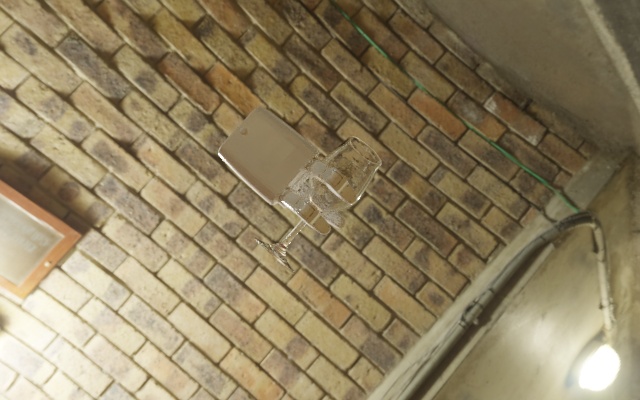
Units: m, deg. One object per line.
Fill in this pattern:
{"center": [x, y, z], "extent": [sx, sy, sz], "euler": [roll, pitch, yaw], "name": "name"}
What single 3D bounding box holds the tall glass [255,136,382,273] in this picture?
{"center": [0.000, 0.003, 0.678], "extent": [0.079, 0.201, 0.079], "euler": [41, -6, 5], "name": "tall glass"}
